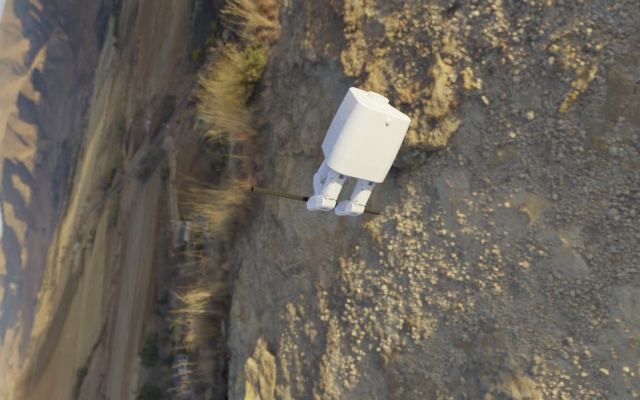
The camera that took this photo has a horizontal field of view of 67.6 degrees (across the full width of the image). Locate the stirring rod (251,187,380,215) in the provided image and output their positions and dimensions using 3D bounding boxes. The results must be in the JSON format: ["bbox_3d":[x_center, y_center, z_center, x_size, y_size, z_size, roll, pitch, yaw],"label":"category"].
[{"bbox_3d":[0.000,0.002,0.773,0.239,0.011,0.011,11,-6,-31],"label":"stirring rod"}]
